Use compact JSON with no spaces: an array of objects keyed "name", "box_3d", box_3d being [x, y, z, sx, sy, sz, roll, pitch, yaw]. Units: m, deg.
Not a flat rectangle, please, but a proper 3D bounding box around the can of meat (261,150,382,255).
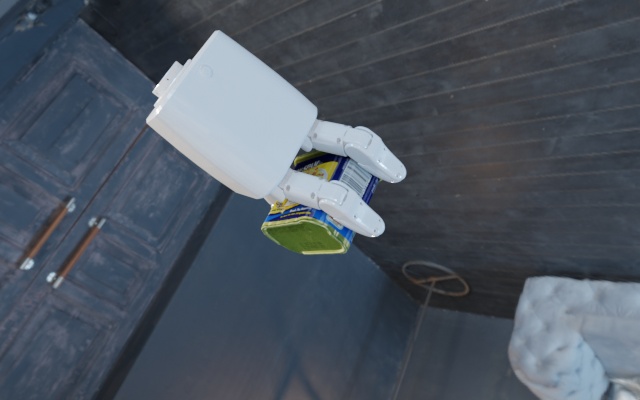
[{"name":"can of meat","box_3d":[0.000,0.002,0.443,0.057,0.084,0.102,39,-28,-25]}]
